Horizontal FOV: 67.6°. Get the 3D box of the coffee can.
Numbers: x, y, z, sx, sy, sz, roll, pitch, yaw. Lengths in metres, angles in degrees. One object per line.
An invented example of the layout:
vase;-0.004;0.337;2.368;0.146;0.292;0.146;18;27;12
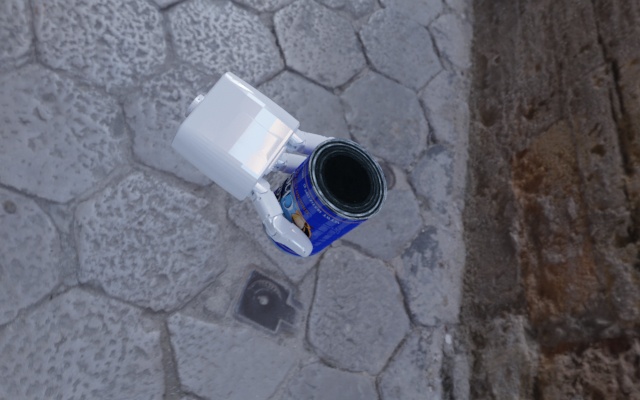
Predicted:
coffee can;0.000;0.002;0.591;0.103;0.102;0.140;0;-23;-31
